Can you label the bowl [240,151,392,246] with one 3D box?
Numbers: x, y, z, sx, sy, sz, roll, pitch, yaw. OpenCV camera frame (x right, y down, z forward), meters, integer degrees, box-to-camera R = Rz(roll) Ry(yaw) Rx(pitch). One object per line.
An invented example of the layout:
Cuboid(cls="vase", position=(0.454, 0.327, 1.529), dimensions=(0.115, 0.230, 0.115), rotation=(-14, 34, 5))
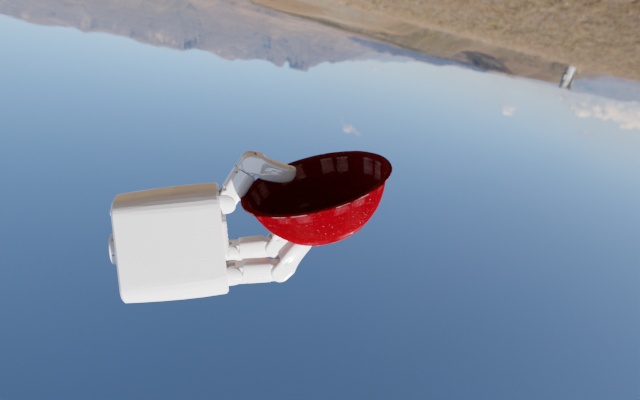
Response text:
Cuboid(cls="bowl", position=(0.001, 0.002, 0.508), dimensions=(0.162, 0.055, 0.162), rotation=(-12, 23, 5))
